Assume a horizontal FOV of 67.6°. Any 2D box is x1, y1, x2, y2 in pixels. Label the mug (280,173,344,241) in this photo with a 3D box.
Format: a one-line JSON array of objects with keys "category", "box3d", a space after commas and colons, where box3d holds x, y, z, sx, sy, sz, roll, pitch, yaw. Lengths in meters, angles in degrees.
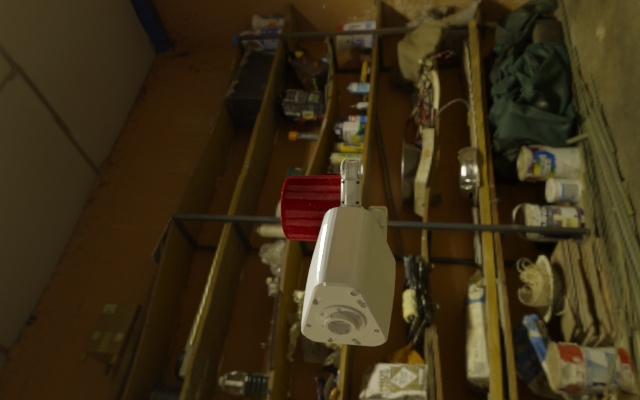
[{"category": "mug", "box3d": [0.000, 0.001, 0.603, 0.081, 0.093, 0.117, 1, 40, 10]}]
